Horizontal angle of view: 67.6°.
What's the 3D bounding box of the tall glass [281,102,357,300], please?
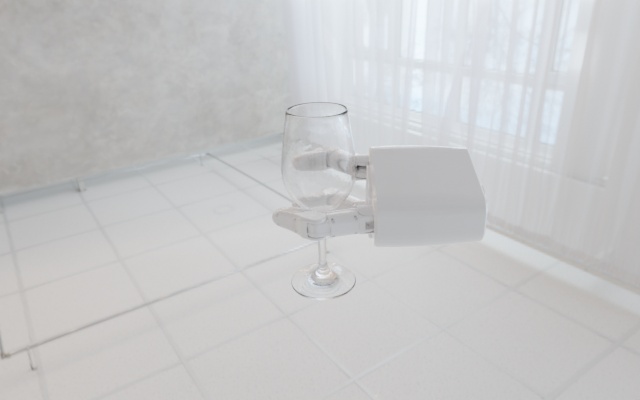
[{"bbox_3d":[0.000,0.002,0.506,0.079,0.201,0.079,-2,25,1],"label":"tall glass"}]
